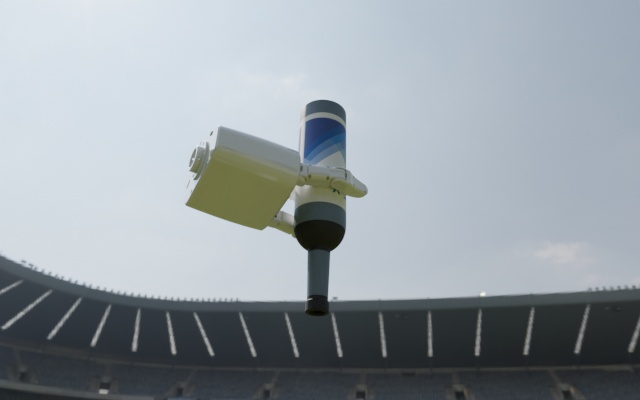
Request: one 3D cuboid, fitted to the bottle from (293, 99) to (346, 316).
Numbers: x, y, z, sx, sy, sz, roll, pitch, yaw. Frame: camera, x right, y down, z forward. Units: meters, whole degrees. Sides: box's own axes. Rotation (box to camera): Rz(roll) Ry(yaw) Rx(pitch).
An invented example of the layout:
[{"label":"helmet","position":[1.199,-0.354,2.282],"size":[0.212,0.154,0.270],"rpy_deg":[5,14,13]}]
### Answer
[{"label":"bottle","position":[0.000,0.002,0.619],"size":[0.069,0.295,0.069],"rpy_deg":[1,-31,1]}]
